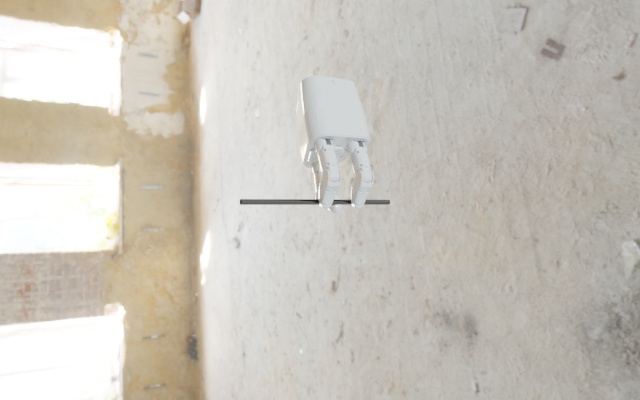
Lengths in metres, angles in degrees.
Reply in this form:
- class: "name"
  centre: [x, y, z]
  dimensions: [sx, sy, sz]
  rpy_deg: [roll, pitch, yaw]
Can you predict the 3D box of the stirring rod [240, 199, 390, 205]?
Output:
- class: "stirring rod"
  centre: [0.000, 0.002, 0.694]
  dimensions: [0.239, 0.011, 0.011]
  rpy_deg: [0, 0, -27]
